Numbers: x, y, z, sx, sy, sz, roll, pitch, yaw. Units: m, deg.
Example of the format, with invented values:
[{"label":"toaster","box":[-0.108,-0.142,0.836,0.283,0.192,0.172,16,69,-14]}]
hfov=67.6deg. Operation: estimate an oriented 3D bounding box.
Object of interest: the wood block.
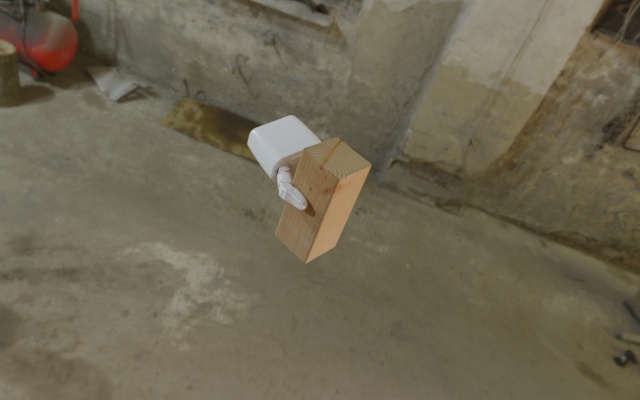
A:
[{"label":"wood block","box":[0.000,0.003,0.864,0.090,0.206,0.091,42,43,24]}]
